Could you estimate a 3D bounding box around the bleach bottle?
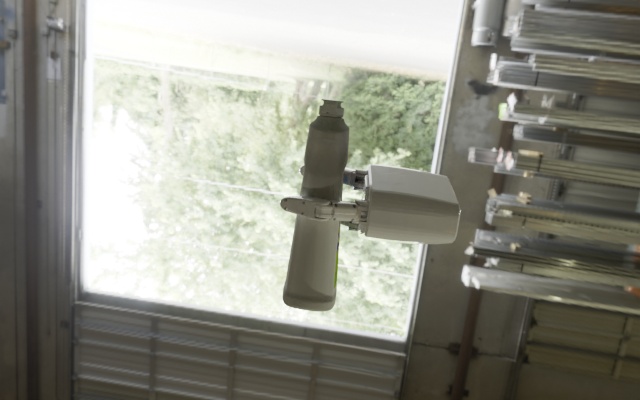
[{"bbox_3d":[0.000,0.002,0.597,0.068,0.251,0.102,7,11,1],"label":"bleach bottle"}]
